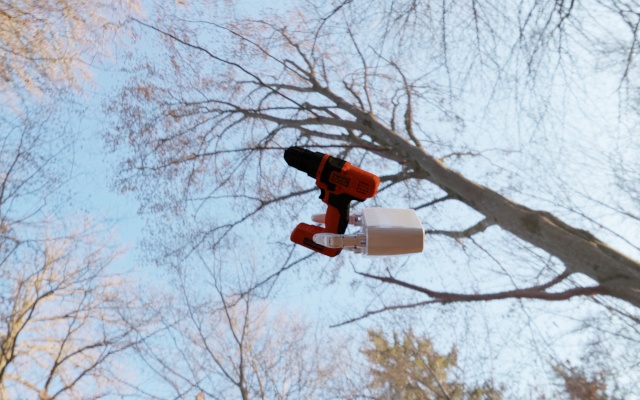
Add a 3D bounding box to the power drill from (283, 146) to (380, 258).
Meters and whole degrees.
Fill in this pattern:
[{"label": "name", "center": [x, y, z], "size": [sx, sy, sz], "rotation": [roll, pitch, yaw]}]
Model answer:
[{"label": "power drill", "center": [0.000, 0.003, 0.897], "size": [0.184, 0.188, 0.057], "rotation": [22, 29, 9]}]
